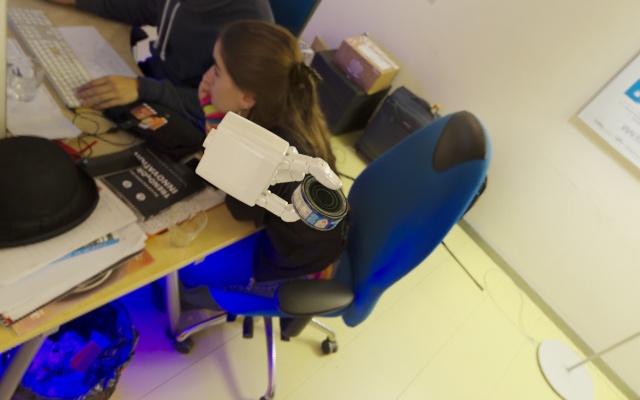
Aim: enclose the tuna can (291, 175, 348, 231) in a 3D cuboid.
[{"bbox_3d":[0.000,0.002,0.744,0.086,0.086,0.034,0,-35,-40],"label":"tuna can"}]
